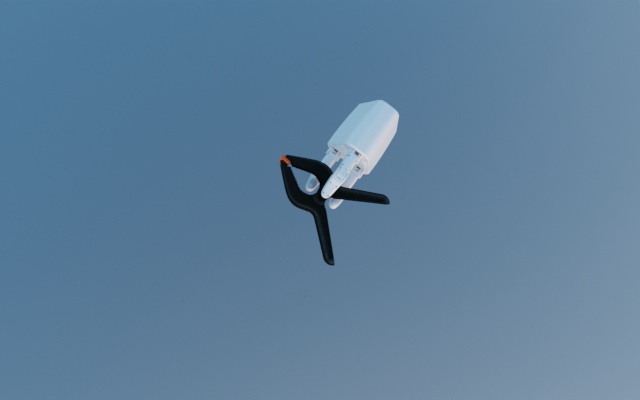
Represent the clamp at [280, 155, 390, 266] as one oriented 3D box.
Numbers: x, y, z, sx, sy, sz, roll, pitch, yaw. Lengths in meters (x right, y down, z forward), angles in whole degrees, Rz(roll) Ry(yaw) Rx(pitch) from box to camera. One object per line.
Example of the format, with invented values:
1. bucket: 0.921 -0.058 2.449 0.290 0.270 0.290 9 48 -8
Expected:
1. clamp: 0.000 0.002 0.860 0.210 0.164 0.036 37 -10 -5
